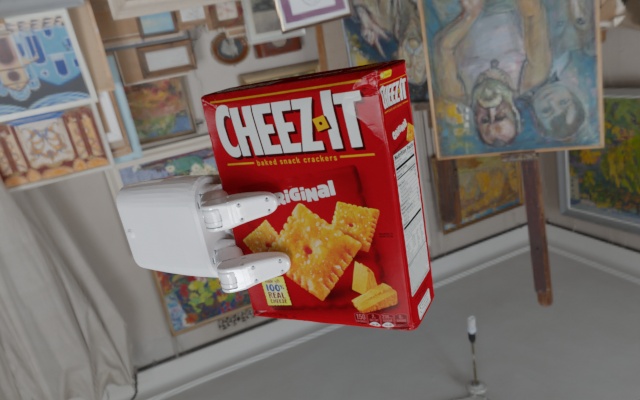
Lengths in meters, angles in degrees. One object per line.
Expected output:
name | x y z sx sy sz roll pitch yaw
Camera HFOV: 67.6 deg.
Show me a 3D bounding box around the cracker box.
cracker box | 0.000 0.001 0.415 0.164 0.214 0.072 -1 20 28
